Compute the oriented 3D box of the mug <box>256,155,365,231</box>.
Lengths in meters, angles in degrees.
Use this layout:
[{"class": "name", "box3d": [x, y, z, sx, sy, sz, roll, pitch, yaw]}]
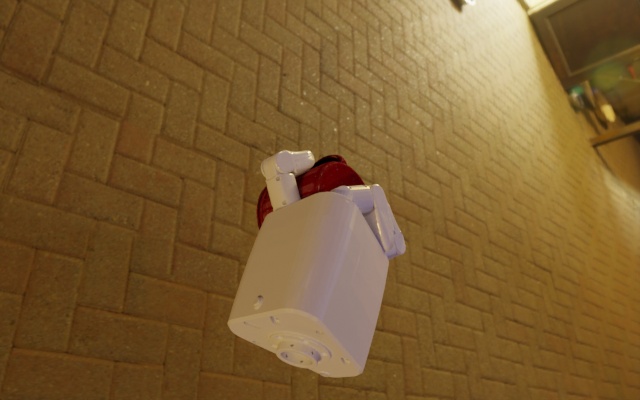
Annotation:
[{"class": "mug", "box3d": [0.001, 0.000, 0.484, 0.081, 0.117, 0.093, -22, -50, 40]}]
